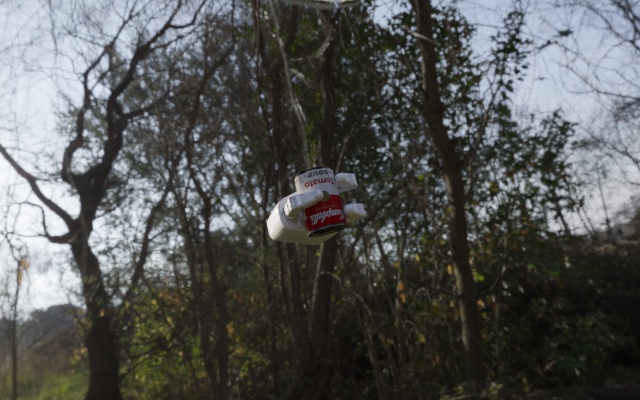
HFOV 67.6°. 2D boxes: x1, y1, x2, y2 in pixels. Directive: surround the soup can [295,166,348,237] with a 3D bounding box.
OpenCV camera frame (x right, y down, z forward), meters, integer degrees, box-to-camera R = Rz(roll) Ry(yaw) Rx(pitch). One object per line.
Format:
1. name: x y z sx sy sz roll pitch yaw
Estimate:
1. soup can: 0.000 0.002 0.791 0.068 0.102 0.068 -13 -14 -3
